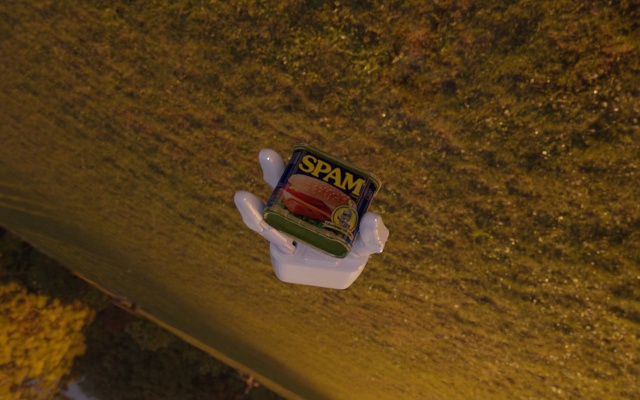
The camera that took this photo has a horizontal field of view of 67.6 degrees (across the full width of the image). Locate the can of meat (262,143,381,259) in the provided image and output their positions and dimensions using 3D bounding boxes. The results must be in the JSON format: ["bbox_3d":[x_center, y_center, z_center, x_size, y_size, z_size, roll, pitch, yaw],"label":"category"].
[{"bbox_3d":[0.000,0.002,0.498,0.102,0.084,0.057,25,-23,2],"label":"can of meat"}]
